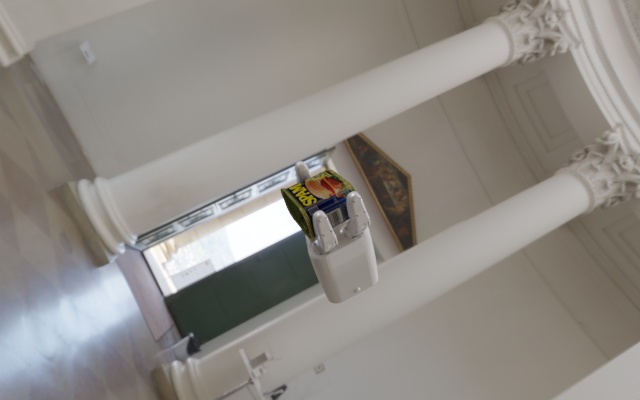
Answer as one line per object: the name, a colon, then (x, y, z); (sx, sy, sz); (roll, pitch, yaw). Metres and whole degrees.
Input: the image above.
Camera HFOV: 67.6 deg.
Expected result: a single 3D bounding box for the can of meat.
can of meat: (0.000, 0.002, 0.702); (0.084, 0.057, 0.102); (-26, 32, -13)
